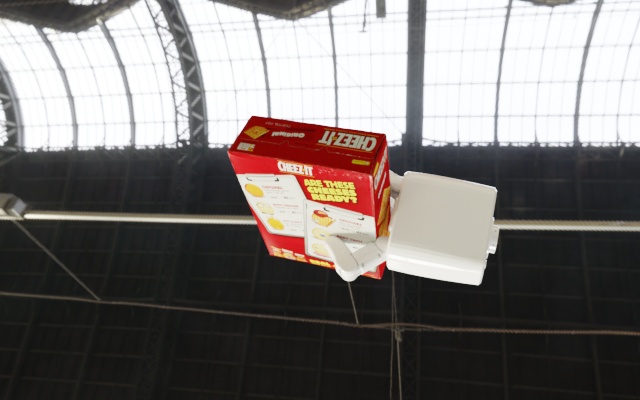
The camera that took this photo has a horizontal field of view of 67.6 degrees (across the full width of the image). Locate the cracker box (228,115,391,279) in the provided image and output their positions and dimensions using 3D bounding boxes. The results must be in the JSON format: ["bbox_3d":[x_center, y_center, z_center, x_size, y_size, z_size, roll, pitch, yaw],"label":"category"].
[{"bbox_3d":[0.000,0.002,0.587,0.164,0.072,0.214,10,-36,18],"label":"cracker box"}]
